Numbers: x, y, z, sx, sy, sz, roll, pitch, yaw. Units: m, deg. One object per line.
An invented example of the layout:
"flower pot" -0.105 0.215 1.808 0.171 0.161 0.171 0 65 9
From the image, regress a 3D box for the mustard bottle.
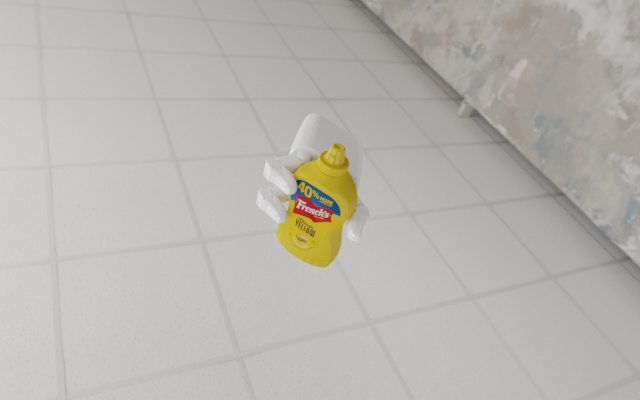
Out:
"mustard bottle" 0.000 0.003 0.657 0.096 0.192 0.058 33 42 16
